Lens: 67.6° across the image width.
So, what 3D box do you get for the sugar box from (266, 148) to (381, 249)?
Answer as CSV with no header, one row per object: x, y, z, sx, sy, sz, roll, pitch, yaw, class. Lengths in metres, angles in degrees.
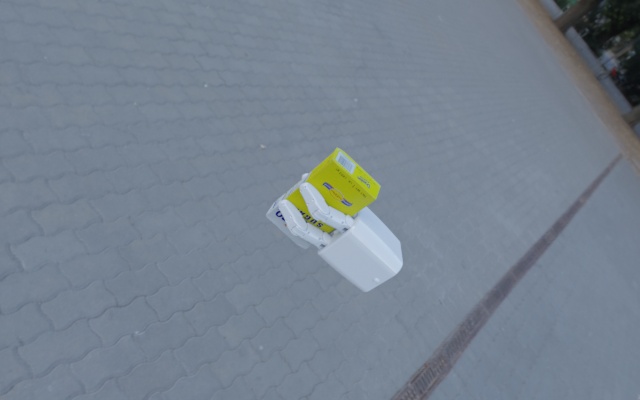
0.000,0.003,0.762,0.176,0.093,0.048,-40,14,35,sugar box
